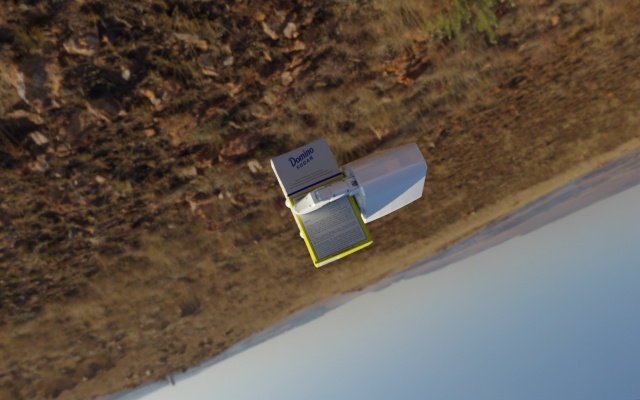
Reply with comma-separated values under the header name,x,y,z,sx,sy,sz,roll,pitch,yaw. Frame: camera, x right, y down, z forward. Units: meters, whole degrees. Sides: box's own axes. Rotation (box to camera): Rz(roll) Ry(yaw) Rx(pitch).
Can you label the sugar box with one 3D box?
name,x,y,z,sx,sy,sz,roll,pitch,yaw
sugar box,0.000,0.003,0.728,0.093,0.176,0.048,-22,-13,-6
